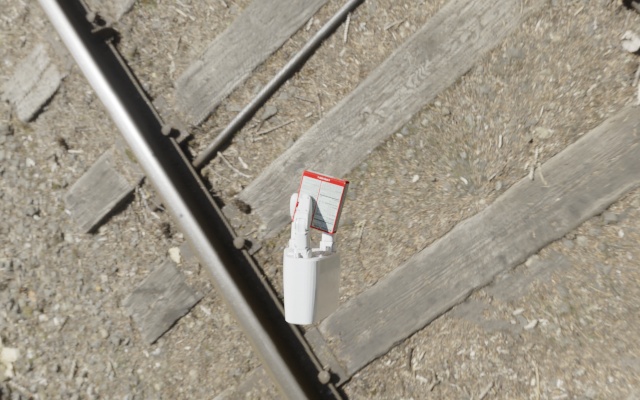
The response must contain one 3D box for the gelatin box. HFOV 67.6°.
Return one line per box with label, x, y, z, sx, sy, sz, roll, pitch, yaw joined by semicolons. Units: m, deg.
gelatin box;0.000;0.002;0.772;0.073;0.089;0.030;17;11;16
